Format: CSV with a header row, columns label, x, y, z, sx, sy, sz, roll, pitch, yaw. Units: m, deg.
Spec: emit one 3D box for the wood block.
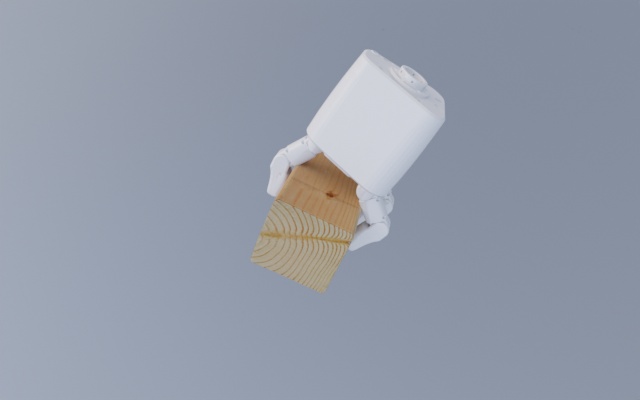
label,x,y,z,sx,sy,sz,roll,pitch,yaw
wood block,0.000,0.002,0.584,0.091,0.090,0.206,25,31,0
